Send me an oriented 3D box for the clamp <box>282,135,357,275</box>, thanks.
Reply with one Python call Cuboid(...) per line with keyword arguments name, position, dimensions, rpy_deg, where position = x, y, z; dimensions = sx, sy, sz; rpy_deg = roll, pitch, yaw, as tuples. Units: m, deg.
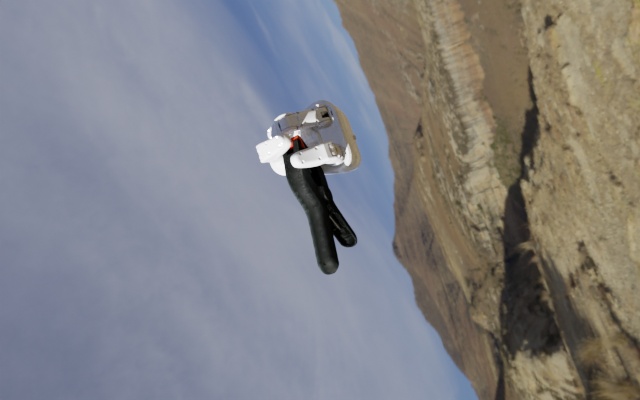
Cuboid(name="clamp", position=(-0.001, 0.002, 0.605), dimensions=(0.039, 0.171, 0.120), rpy_deg=(-19, -3, 14))
